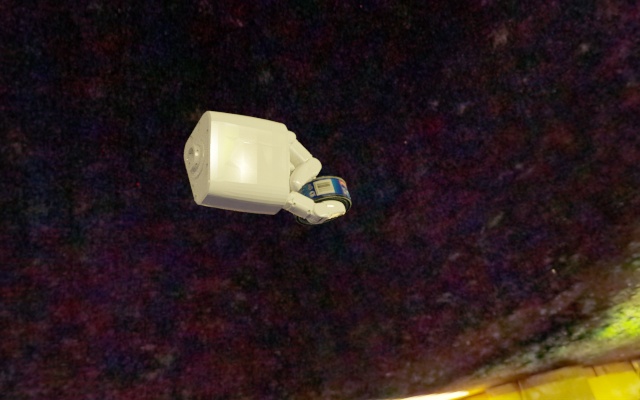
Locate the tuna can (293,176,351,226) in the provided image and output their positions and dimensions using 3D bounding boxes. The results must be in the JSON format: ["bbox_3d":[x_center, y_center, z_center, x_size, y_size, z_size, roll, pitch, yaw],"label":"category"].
[{"bbox_3d":[0.000,0.003,0.684,0.086,0.033,0.086,-14,-27,-7],"label":"tuna can"}]
